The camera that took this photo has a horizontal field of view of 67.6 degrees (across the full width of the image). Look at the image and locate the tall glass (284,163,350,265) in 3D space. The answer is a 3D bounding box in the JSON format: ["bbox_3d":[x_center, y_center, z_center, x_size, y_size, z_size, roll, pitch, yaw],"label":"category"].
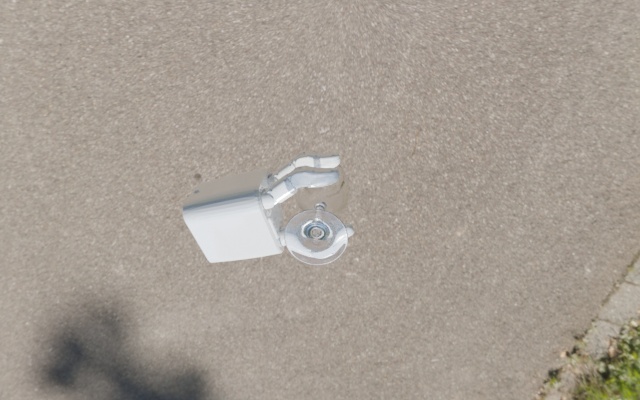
[{"bbox_3d":[0.000,0.002,0.640,0.079,0.079,0.201,0,25,4],"label":"tall glass"}]
